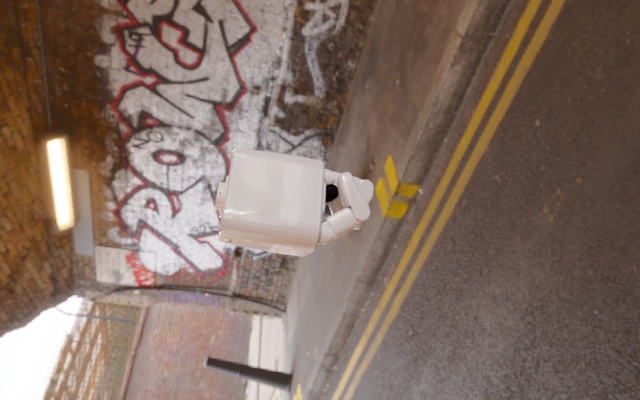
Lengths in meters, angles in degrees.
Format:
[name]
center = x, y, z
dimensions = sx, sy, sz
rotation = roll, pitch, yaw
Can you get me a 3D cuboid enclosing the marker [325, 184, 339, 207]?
[marker]
center = 0.000, 0.002, 0.597
dimensions = 0.020, 0.020, 0.121
rotation = 0, -12, -13
